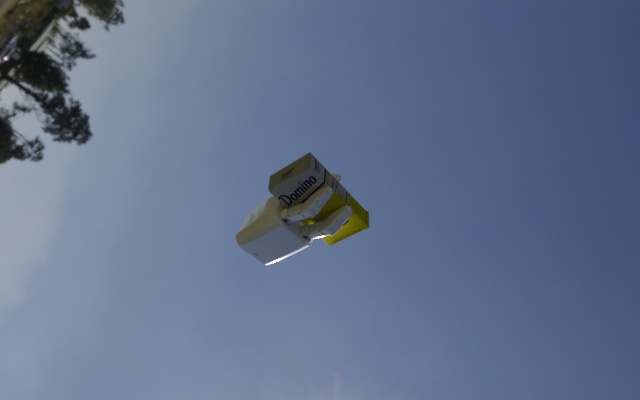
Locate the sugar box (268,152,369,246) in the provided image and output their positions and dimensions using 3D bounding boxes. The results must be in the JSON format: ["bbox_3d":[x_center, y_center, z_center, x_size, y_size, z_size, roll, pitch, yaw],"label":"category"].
[{"bbox_3d":[0.000,0.003,0.839,0.093,0.048,0.176,-29,-52,27],"label":"sugar box"}]
